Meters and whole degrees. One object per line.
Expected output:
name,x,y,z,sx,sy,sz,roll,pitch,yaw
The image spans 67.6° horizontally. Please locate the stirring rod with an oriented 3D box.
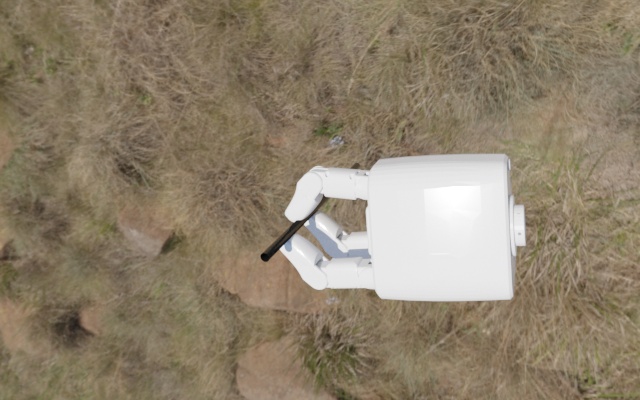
stirring rod,0.000,0.002,0.486,0.011,0.011,0.239,0,22,24
